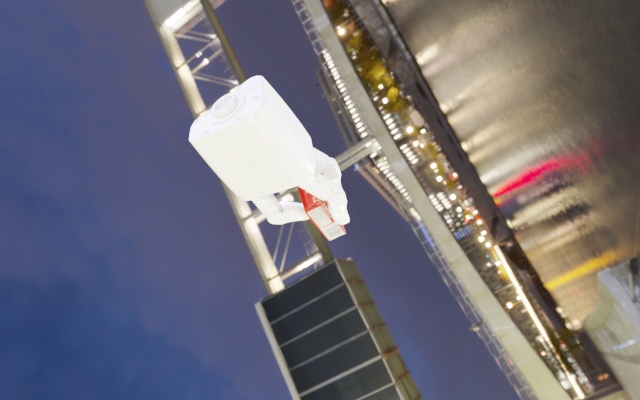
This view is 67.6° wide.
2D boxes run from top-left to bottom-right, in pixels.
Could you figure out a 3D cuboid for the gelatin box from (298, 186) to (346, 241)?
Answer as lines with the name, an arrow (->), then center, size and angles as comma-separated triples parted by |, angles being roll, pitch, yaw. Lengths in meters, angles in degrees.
gelatin box -> 0.000, 0.003, 0.653 | 0.030, 0.073, 0.089 | -24, -38, 10
